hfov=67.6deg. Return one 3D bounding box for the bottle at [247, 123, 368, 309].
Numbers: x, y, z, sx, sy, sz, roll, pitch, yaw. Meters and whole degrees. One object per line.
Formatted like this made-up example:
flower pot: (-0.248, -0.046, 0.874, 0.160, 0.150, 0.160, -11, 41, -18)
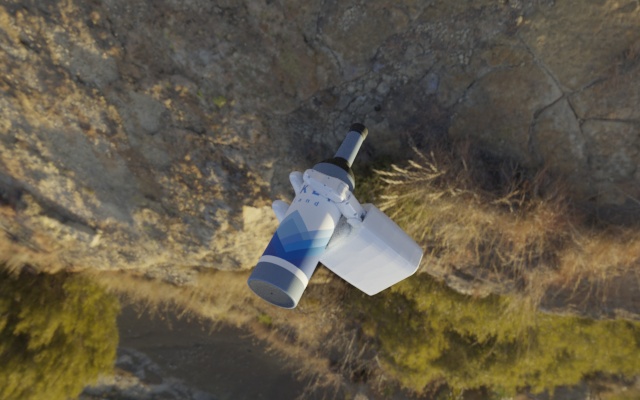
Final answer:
bottle: (0.000, 0.002, 0.651, 0.069, 0.295, 0.069, 20, -32, 13)
